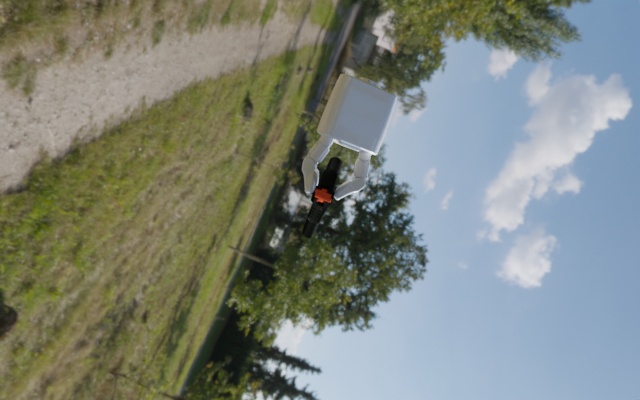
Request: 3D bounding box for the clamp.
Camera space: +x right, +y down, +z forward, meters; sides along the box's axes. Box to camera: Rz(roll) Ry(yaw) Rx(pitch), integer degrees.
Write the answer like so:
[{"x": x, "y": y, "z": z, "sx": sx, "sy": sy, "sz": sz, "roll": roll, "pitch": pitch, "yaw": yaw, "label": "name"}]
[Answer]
[{"x": 0.001, "y": 0.003, "z": 0.837, "sx": 0.036, "sy": 0.164, "sz": 0.210, "roll": 20, "pitch": 6, "yaw": 0, "label": "clamp"}]
